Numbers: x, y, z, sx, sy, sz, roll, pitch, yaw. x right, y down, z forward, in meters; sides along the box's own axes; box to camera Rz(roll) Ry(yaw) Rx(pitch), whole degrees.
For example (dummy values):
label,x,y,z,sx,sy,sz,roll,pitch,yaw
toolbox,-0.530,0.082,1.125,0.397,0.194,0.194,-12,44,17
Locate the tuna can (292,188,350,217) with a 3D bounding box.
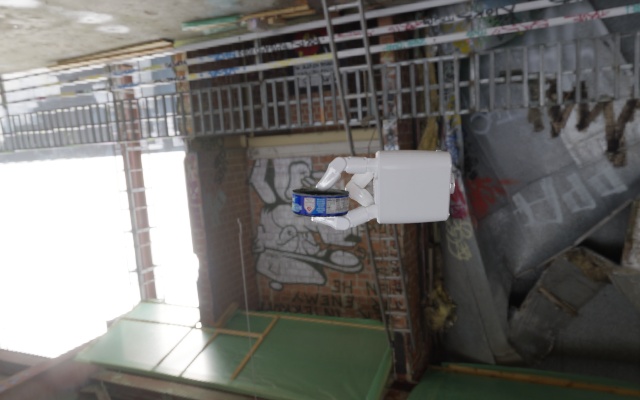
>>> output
label,x,y,z,sx,sy,sz,roll,pitch,yaw
tuna can,0.000,0.003,0.716,0.086,0.034,0.086,1,8,0
